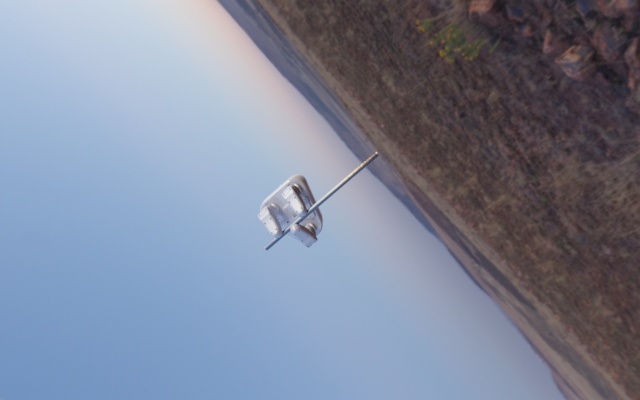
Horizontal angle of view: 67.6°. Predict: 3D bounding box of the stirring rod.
[{"bbox_3d":[0.000,0.002,0.775,0.239,0.011,0.011,-40,-6,8],"label":"stirring rod"}]
